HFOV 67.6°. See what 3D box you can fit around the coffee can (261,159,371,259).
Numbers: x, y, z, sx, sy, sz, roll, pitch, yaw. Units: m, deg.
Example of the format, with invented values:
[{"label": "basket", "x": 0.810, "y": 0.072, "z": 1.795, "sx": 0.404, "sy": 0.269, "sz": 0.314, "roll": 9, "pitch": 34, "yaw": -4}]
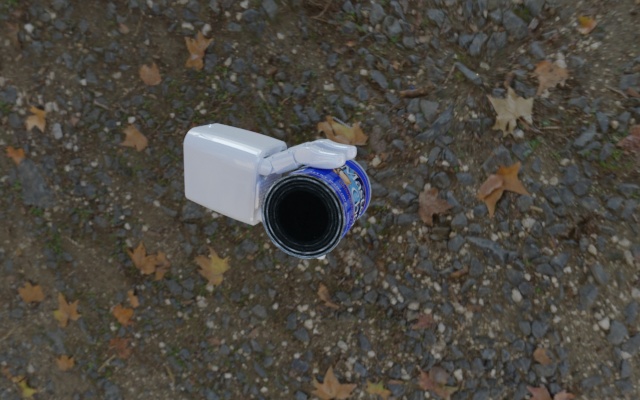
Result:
[{"label": "coffee can", "x": 0.000, "y": 0.002, "z": 0.608, "sx": 0.103, "sy": 0.103, "sz": 0.140, "roll": 0, "pitch": 14, "yaw": 18}]
